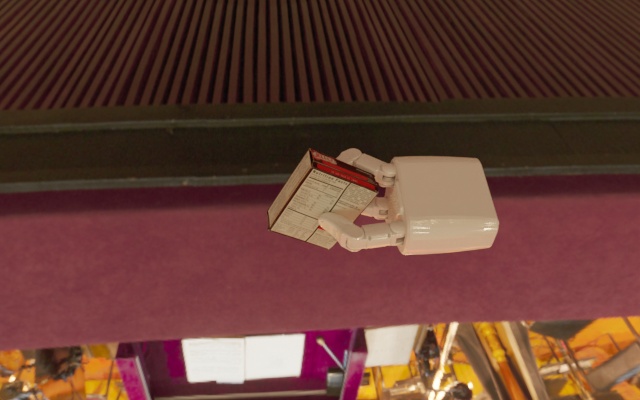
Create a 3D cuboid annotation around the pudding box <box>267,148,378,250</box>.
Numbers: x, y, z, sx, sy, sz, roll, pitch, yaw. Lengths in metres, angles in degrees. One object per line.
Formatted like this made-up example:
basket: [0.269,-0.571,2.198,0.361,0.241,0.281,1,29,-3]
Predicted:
pudding box: [0.000,0.002,0.564,0.090,0.113,0.039,21,36,-23]
